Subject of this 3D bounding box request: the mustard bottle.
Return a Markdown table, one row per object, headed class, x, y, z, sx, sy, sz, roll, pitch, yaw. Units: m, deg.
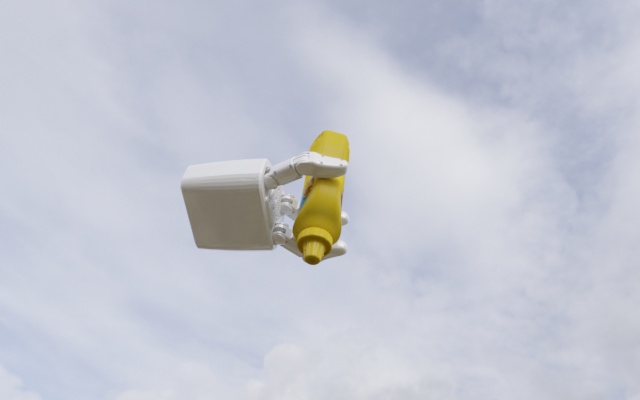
| class | x | y | z | sx | sy | sz | roll | pitch | yaw |
| --- | --- | --- | --- | --- | --- | --- | --- | --- | --- |
| mustard bottle | 0.000 | 0.002 | 0.601 | 0.058 | 0.096 | 0.191 | 16 | 43 | -6 |
